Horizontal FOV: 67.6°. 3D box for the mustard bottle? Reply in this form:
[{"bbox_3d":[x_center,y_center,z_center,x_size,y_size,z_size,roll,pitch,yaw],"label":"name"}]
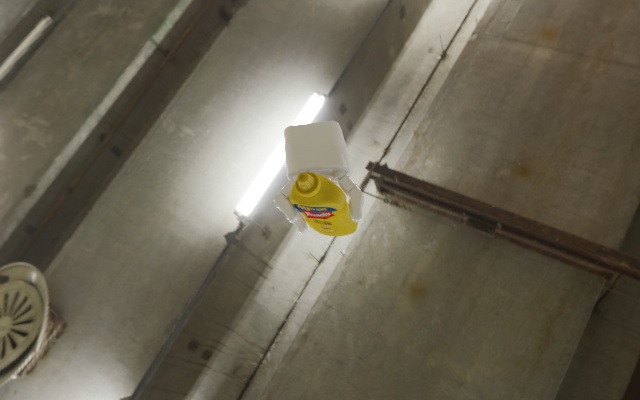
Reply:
[{"bbox_3d":[0.000,0.003,0.826,0.096,0.058,0.192,7,-22,21],"label":"mustard bottle"}]
